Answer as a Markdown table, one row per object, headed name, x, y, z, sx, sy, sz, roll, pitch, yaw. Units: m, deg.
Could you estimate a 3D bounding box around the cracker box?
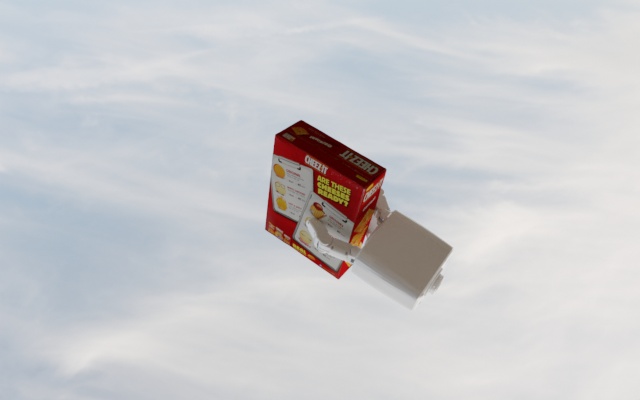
| name | x | y | z | sx | sy | sz | roll | pitch | yaw |
| --- | --- | --- | --- | --- | --- | --- | --- | --- | --- |
| cracker box | 0.000 | 0.003 | 0.763 | 0.164 | 0.214 | 0.072 | 32 | 47 | 20 |
